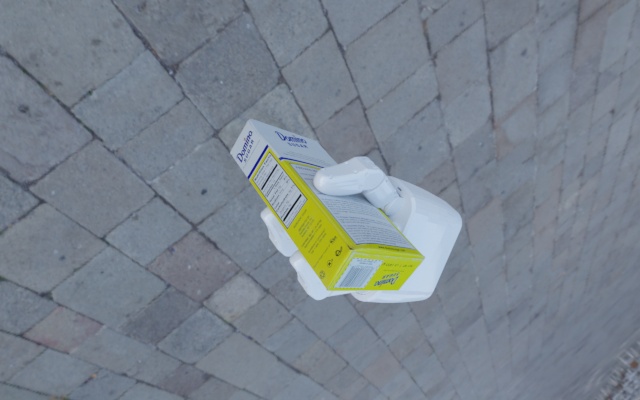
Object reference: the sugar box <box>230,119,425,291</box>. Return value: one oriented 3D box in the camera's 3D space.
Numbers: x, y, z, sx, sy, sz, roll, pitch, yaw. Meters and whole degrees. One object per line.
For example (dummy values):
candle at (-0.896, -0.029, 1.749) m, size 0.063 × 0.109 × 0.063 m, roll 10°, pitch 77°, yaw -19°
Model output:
sugar box at (0.000, 0.002, 0.413) m, size 0.093 × 0.048 × 0.176 m, roll 12°, pitch 27°, yaw -46°
